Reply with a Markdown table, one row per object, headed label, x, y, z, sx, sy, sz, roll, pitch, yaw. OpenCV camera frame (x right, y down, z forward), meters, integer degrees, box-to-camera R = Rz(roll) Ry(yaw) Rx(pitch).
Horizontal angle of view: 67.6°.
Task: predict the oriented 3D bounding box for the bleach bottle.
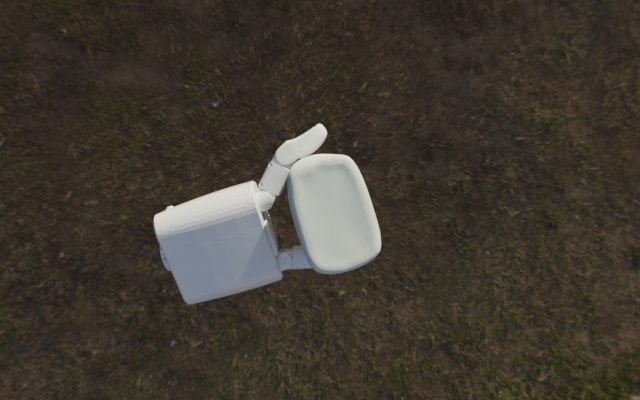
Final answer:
| label | x | y | z | sx | sy | sz | roll | pitch | yaw |
| --- | --- | --- | --- | --- | --- | --- | --- | --- | --- |
| bleach bottle | 0.000 | 0.002 | 0.517 | 0.068 | 0.102 | 0.251 | -17 | 5 | -4 |
